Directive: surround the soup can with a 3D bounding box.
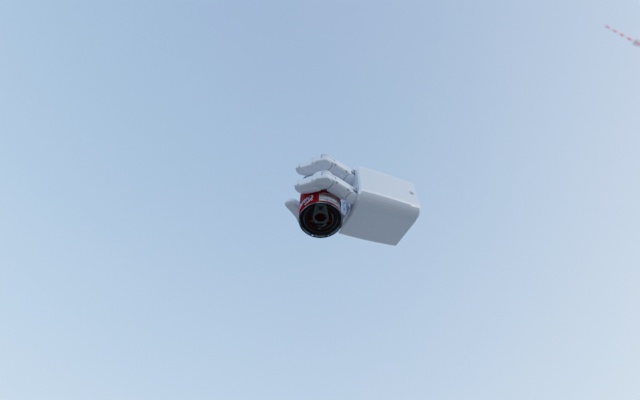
[{"bbox_3d":[0.000,0.002,0.766,0.068,0.068,0.102,0,35,0],"label":"soup can"}]
